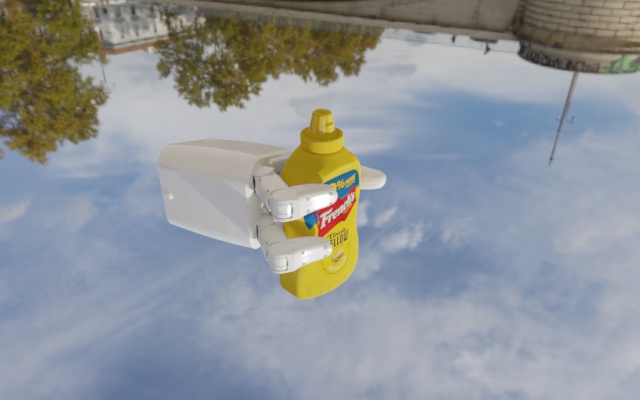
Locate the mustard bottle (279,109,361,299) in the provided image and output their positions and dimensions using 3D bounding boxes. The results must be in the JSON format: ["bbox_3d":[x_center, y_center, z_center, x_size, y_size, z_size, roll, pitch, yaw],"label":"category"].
[{"bbox_3d":[0.000,0.002,0.482,0.096,0.192,0.058,-25,39,-37],"label":"mustard bottle"}]
